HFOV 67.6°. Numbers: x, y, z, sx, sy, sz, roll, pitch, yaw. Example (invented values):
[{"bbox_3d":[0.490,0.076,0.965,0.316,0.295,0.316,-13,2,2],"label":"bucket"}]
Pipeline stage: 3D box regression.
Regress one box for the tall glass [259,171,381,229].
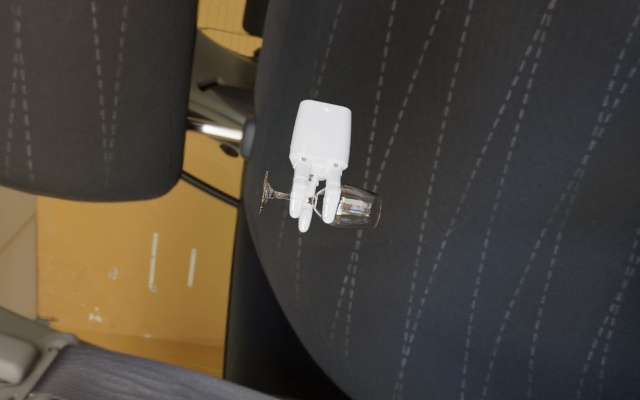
[{"bbox_3d":[-0.001,0.003,0.821,0.201,0.079,0.079,10,-2,-8],"label":"tall glass"}]
